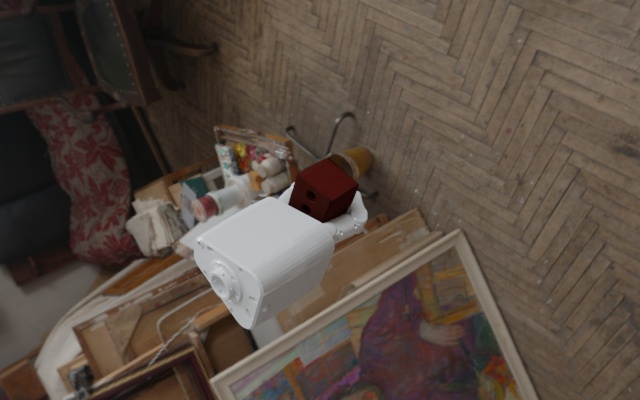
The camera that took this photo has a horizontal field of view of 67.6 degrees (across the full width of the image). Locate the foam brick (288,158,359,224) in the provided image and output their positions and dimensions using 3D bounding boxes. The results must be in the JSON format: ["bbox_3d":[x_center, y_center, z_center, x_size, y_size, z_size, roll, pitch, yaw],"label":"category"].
[{"bbox_3d":[0.000,0.002,0.552,0.053,0.078,0.051,41,46,22],"label":"foam brick"}]
